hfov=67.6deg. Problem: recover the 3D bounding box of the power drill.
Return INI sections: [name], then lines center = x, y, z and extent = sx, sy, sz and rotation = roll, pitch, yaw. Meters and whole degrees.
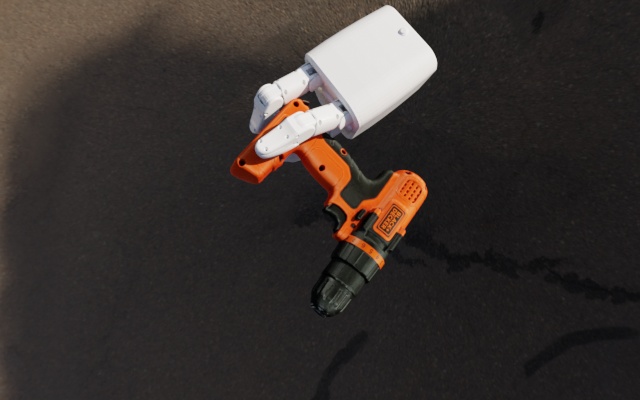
[power drill]
center = 0.000, 0.001, 0.502
extent = 0.187, 0.184, 0.057
rotation = 41, -20, -7
